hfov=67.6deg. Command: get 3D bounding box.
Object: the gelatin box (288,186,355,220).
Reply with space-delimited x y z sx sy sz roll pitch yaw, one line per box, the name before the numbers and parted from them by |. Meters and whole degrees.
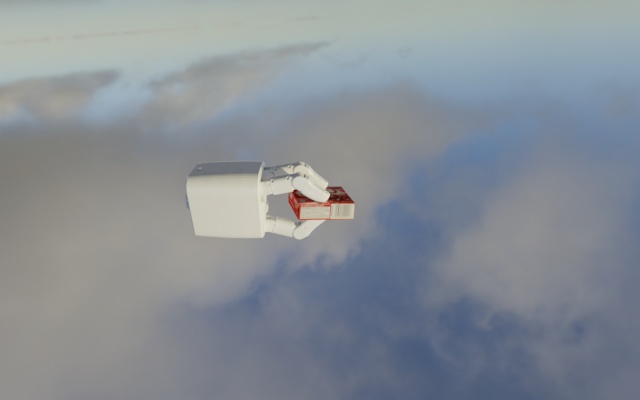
gelatin box | 0.000 0.003 0.732 0.089 0.030 0.073 0 21 -15
